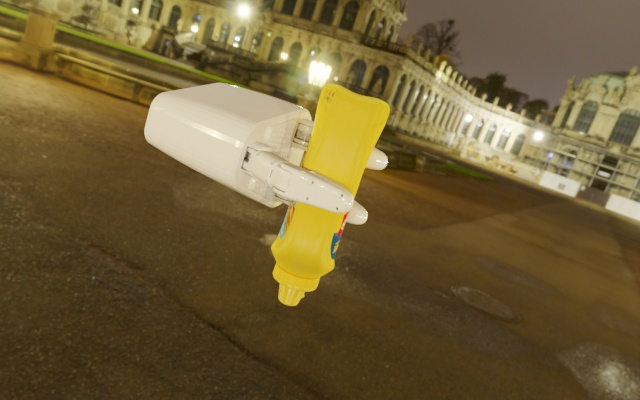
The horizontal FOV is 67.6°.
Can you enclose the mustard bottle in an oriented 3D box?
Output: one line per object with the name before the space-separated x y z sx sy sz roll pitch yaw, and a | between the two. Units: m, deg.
mustard bottle | 0.000 0.001 0.407 0.058 0.192 0.096 19 12 -2
